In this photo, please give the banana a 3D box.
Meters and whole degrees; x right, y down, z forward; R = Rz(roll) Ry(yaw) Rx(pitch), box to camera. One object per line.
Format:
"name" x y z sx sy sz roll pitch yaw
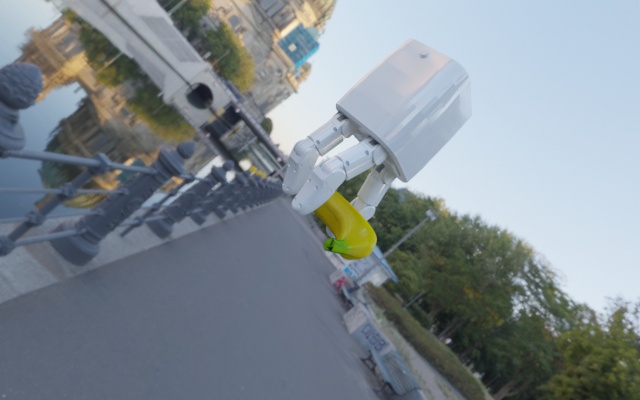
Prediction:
"banana" 0.014 0.014 0.493 0.070 0.037 0.197 39 6 -24
